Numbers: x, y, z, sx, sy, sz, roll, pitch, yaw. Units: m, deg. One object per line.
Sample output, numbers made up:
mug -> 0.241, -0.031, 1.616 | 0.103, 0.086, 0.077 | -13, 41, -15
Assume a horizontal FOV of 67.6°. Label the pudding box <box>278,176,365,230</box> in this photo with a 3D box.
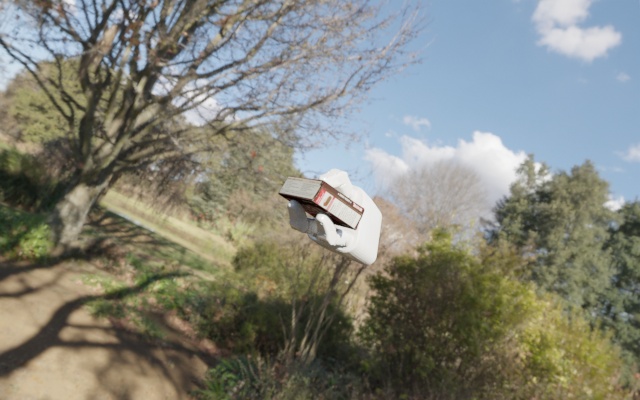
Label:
pudding box -> 0.000, 0.002, 0.723 | 0.090, 0.039, 0.113 | 33, -13, -29
